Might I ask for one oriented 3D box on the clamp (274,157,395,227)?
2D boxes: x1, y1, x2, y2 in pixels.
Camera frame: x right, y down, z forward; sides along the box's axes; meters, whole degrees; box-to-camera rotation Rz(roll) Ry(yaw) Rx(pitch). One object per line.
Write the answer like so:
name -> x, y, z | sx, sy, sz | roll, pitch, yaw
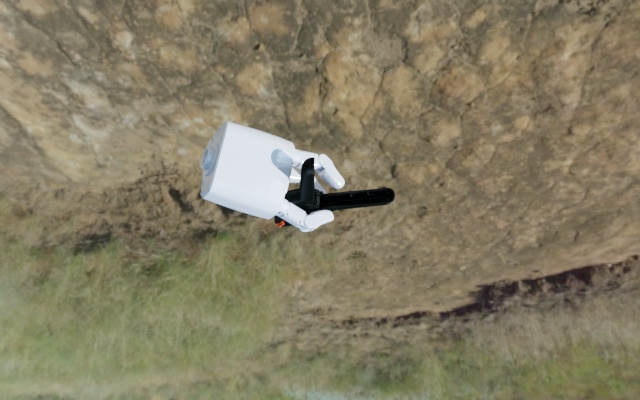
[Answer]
clamp -> 0.000, 0.003, 0.746 | 0.164, 0.036, 0.210 | 16, -28, -27
